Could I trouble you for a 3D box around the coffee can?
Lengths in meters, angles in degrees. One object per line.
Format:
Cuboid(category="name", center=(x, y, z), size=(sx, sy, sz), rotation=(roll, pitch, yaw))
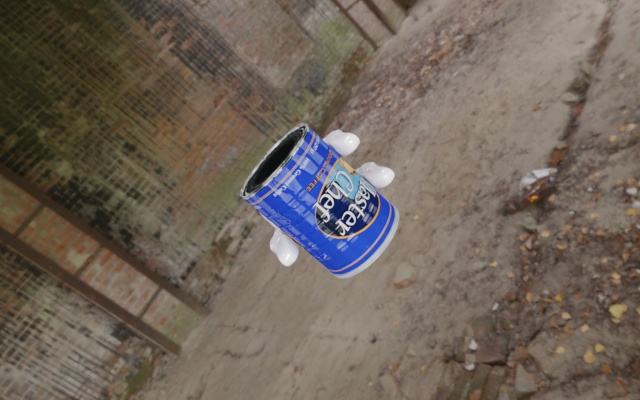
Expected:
Cuboid(category="coffee can", center=(0.000, 0.002, 0.513), size=(0.140, 0.102, 0.103), rotation=(42, -16, -18))
